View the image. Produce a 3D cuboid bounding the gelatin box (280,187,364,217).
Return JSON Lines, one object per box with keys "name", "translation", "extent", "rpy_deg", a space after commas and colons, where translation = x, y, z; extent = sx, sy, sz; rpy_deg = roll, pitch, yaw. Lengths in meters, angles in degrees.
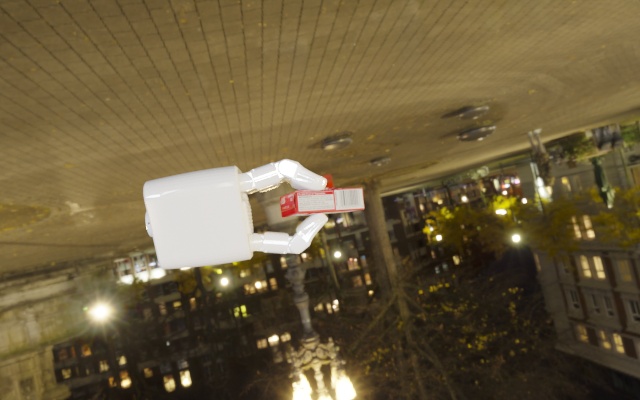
{"name": "gelatin box", "translation": [0.000, 0.002, 0.597], "extent": [0.089, 0.030, 0.073], "rpy_deg": [-3, -4, -18]}
